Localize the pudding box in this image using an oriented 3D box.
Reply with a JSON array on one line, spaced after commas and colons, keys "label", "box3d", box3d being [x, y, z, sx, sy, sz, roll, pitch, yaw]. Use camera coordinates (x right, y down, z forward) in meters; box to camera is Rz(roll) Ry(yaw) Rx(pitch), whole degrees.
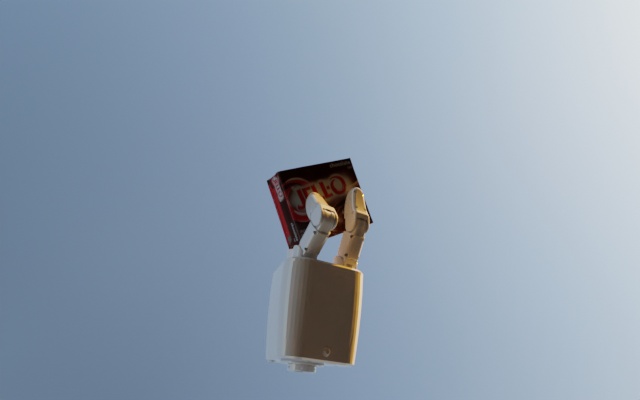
[{"label": "pudding box", "box3d": [0.000, 0.002, 0.585, 0.113, 0.090, 0.039, -14, -8, -37]}]
